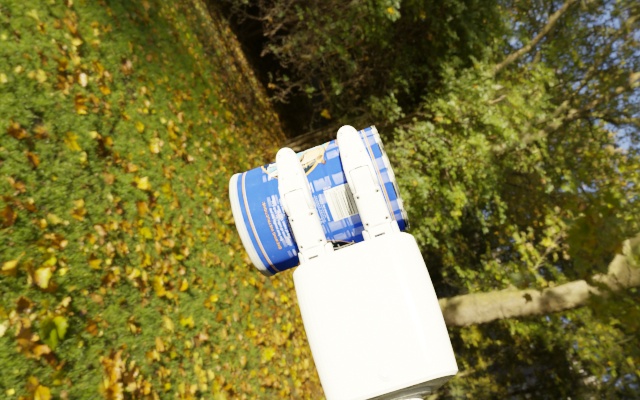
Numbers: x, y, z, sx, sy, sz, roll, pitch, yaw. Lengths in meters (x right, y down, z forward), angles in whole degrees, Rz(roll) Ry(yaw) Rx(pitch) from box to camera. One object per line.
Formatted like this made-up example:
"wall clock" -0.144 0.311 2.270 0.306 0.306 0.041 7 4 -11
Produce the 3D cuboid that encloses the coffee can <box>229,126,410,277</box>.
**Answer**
"coffee can" 0.000 0.001 0.450 0.140 0.103 0.103 -19 -2 6
